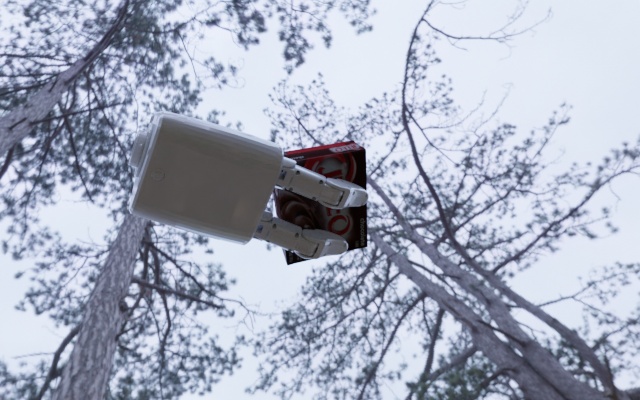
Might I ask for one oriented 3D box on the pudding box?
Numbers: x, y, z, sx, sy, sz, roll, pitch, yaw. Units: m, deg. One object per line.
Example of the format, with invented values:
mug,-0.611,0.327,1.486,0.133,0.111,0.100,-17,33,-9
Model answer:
pudding box,0.000,0.002,0.481,0.090,0.113,0.039,-11,29,-14
